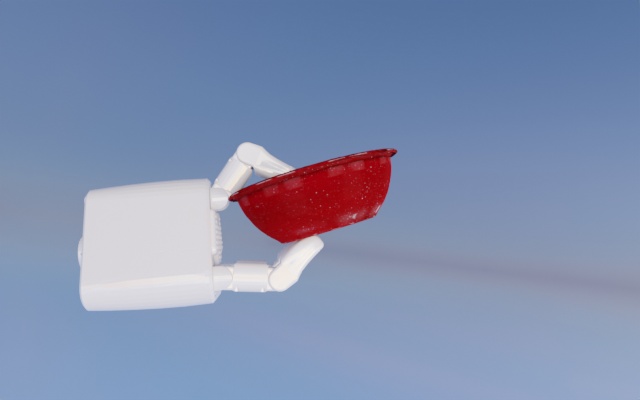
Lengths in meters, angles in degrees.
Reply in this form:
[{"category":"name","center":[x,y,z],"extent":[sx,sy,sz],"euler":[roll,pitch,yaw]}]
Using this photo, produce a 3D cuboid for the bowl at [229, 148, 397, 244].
[{"category":"bowl","center":[0.001,0.002,0.444],"extent":[0.162,0.055,0.162],"euler":[-17,-2,-1]}]
